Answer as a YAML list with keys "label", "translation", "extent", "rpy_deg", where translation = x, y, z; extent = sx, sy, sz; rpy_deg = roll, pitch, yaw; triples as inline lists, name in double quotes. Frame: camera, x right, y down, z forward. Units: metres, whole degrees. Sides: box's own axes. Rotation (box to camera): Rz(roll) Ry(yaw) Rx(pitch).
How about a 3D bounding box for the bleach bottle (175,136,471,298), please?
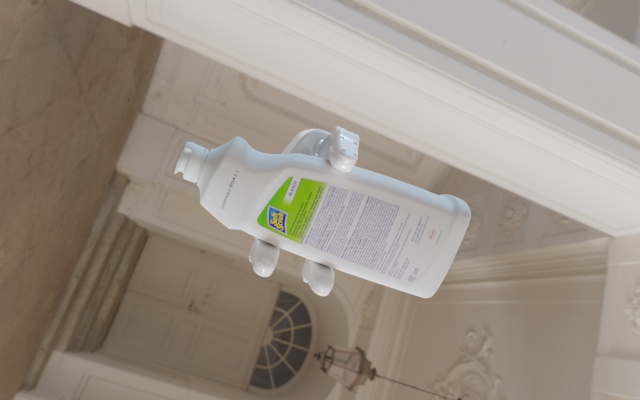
- label: "bleach bottle"
  translation: [0.000, 0.002, 0.426]
  extent: [0.251, 0.102, 0.068]
  rpy_deg: [22, 5, -12]
